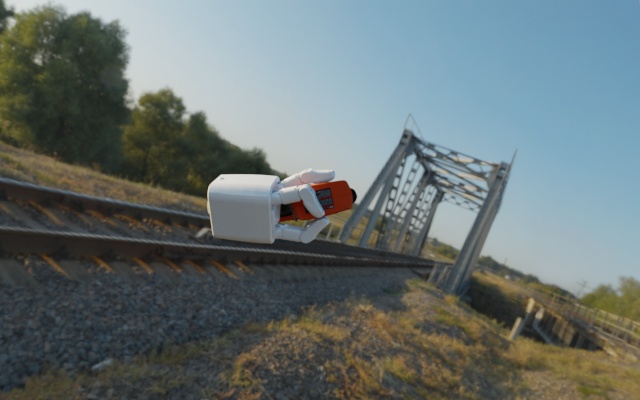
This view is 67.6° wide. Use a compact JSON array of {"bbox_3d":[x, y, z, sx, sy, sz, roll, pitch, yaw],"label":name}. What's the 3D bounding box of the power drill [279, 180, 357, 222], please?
[{"bbox_3d":[0.000,0.003,0.894,0.184,0.057,0.187,-14,-2,-13],"label":"power drill"}]
